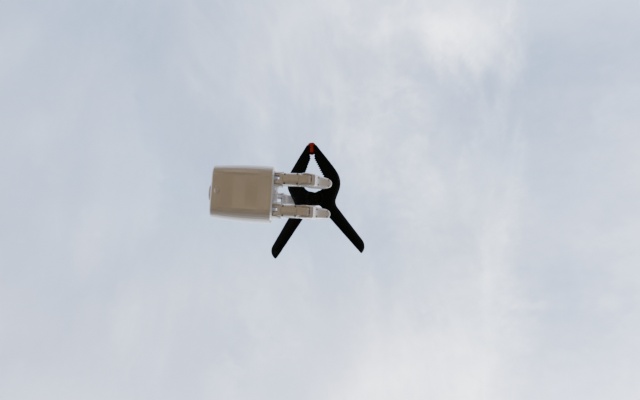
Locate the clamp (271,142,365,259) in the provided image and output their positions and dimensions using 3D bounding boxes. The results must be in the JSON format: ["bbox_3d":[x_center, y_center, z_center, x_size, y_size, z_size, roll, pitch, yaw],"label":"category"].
[{"bbox_3d":[0.000,0.002,0.855,0.164,0.210,0.036,3,-6,-1],"label":"clamp"}]
